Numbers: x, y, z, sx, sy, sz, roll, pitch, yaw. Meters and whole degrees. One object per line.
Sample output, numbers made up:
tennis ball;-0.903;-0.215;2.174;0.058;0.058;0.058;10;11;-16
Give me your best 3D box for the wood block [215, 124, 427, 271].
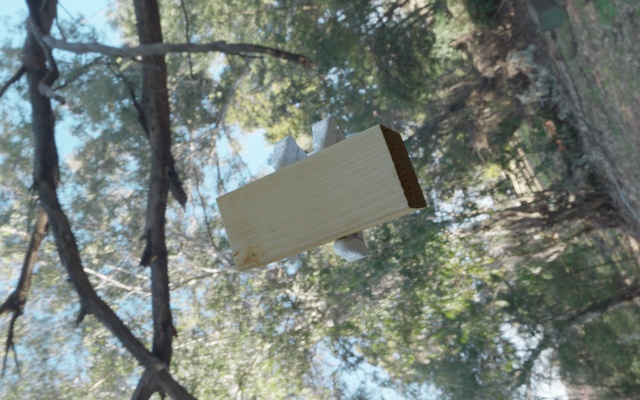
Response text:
wood block;0.000;0.002;0.535;0.206;0.091;0.090;-23;-8;22
